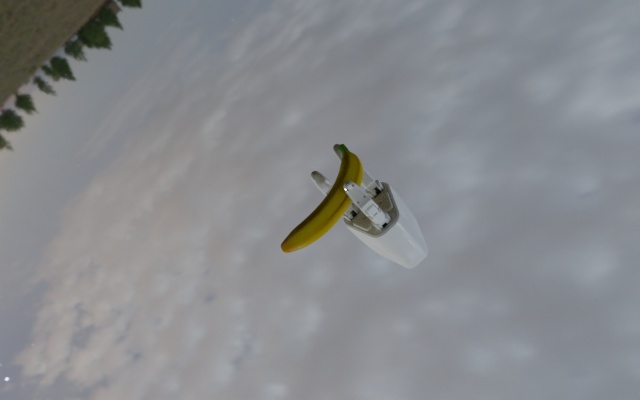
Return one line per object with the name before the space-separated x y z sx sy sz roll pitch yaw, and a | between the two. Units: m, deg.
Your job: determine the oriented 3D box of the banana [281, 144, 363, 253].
banana | 0.014 0.002 0.720 0.069 0.197 0.037 11 -27 50
